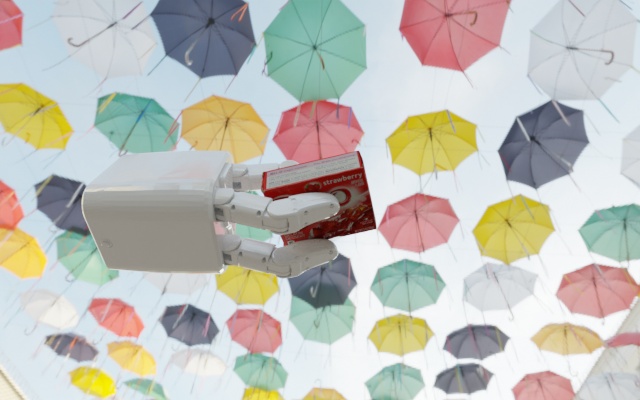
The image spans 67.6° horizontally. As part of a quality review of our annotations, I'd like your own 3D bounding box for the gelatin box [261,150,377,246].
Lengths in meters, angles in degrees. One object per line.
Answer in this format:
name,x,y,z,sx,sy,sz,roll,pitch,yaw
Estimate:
gelatin box,0.000,0.001,0.423,0.089,0.073,0.030,-13,40,5
